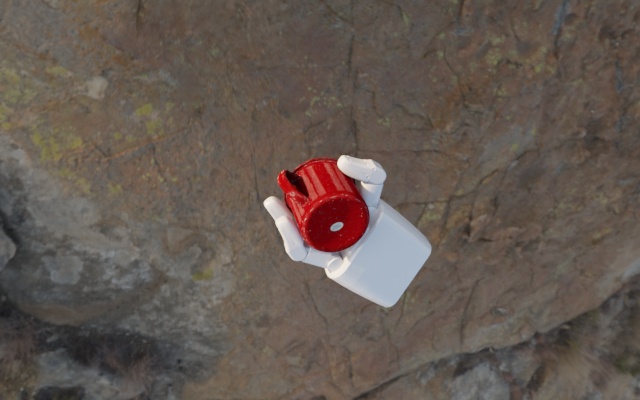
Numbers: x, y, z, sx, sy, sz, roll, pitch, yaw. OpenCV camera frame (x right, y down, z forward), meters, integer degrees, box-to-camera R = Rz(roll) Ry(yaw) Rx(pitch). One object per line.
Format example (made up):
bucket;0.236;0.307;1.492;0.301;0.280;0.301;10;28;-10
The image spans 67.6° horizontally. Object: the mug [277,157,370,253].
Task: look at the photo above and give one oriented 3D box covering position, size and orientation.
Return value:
mug;-0.001;0.001;0.559;0.117;0.093;0.081;33;16;-29
